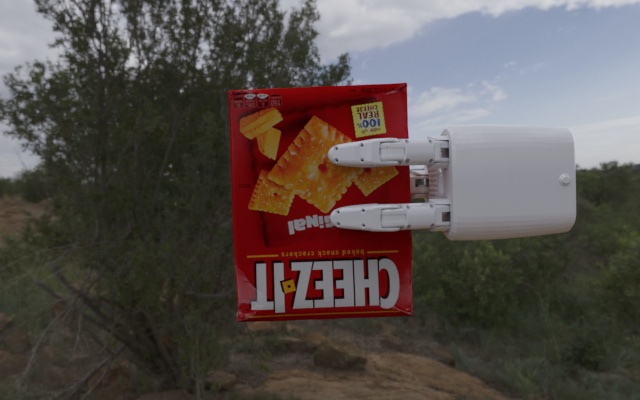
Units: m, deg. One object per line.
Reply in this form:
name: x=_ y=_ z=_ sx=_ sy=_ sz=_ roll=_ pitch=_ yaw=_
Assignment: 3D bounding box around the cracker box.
cracker box: x=0.000 y=0.001 z=0.455 sx=0.164 sy=0.213 sz=0.072 roll=-2 pitch=2 yaw=-1
